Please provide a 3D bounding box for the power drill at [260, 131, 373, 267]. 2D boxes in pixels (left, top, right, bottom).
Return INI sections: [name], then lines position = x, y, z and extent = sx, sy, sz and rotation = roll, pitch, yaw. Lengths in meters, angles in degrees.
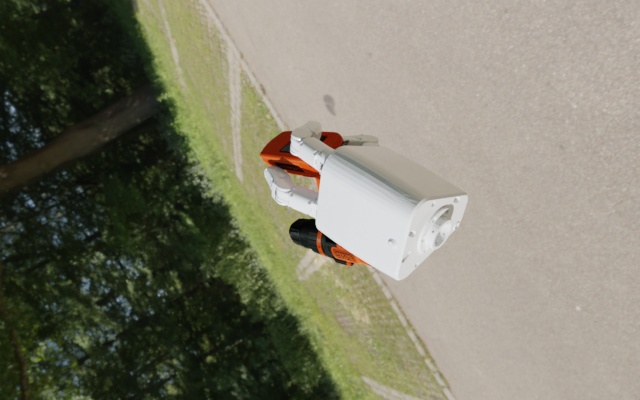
[power drill]
position = 0.000, 0.002, 0.601
extent = 0.184, 0.188, 0.057
rotation = 7, 48, 42
